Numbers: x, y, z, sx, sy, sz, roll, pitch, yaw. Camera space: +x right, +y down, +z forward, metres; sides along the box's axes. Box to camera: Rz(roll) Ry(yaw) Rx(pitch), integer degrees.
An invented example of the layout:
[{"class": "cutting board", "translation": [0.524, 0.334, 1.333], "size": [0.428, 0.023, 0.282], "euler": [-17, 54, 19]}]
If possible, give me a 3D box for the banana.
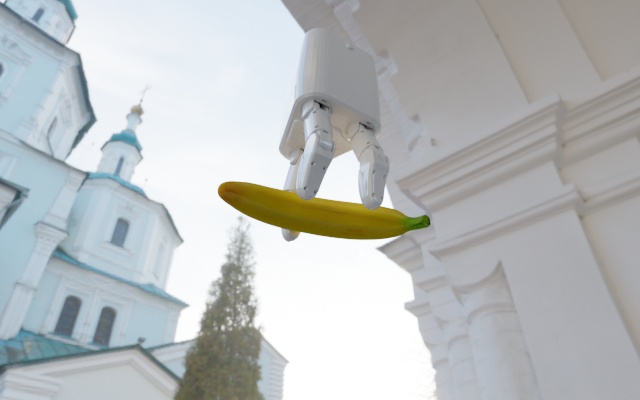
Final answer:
[{"class": "banana", "translation": [0.001, 0.010, 0.465], "size": [0.198, 0.037, 0.070], "euler": [7, -27, -5]}]
